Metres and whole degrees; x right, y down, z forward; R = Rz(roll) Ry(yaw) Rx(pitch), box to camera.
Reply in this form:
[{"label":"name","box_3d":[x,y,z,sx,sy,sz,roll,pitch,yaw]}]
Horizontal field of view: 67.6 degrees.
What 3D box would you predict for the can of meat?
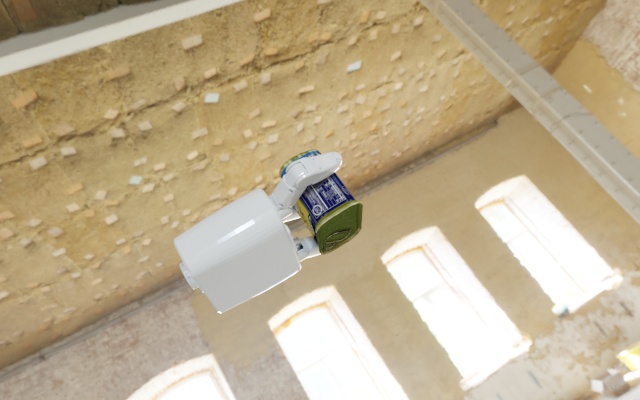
[{"label":"can of meat","box_3d":[0.000,0.001,0.536,0.057,0.084,0.102,-31,-23,-10]}]
